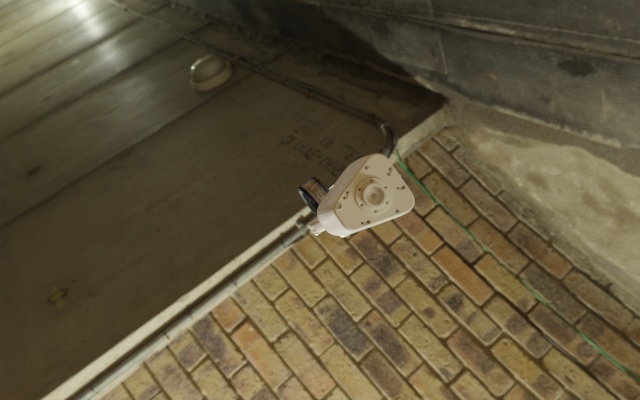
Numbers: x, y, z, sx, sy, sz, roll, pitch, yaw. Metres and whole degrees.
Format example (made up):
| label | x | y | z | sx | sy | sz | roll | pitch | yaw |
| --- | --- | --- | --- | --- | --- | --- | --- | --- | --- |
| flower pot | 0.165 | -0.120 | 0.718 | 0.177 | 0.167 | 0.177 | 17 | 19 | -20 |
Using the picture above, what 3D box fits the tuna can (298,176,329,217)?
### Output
| label | x | y | z | sx | sy | sz | roll | pitch | yaw |
| --- | --- | --- | --- | --- | --- | --- | --- | --- | --- |
| tuna can | 0.000 | 0.003 | 0.801 | 0.034 | 0.086 | 0.086 | -39 | 7 | -8 |
